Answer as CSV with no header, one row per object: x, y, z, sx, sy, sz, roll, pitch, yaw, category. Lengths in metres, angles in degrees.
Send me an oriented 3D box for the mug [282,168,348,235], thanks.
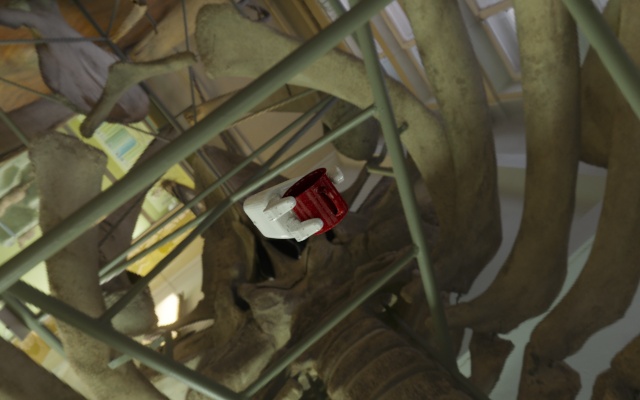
0.001,0.003,0.805,0.093,0.081,0.117,-45,18,-26,mug
